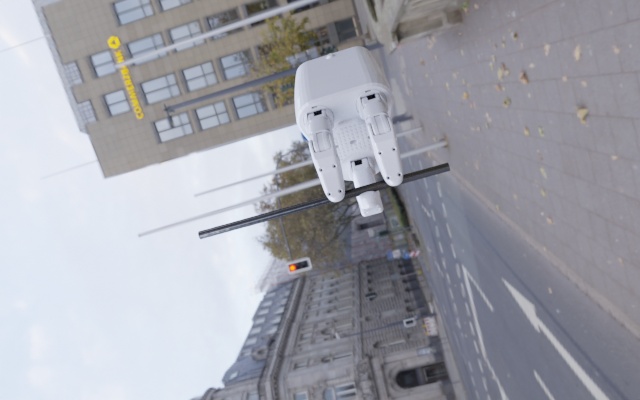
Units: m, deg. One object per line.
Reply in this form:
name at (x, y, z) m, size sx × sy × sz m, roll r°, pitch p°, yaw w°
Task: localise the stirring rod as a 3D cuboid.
stirring rod at (0.000, 0.001, 0.443) m, size 0.239 × 0.011 × 0.011 m, roll -15°, pitch -2°, yaw 6°
